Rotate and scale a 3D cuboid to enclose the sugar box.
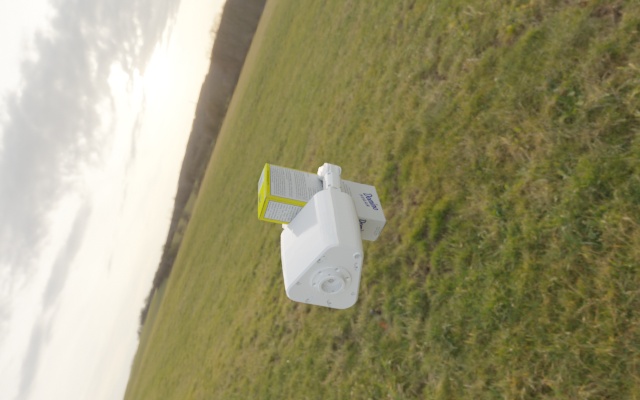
[{"bbox_3d":[0.000,0.003,0.691,0.176,0.048,0.093,14,33,-16],"label":"sugar box"}]
